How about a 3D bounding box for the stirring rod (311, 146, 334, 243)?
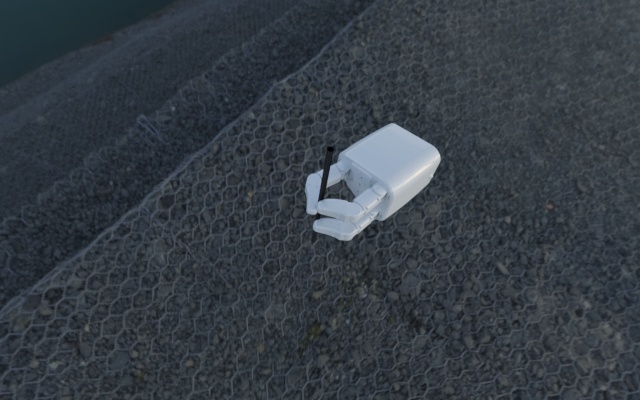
[{"bbox_3d":[0.000,0.002,0.646,0.011,0.011,0.240,0,-30,-6],"label":"stirring rod"}]
